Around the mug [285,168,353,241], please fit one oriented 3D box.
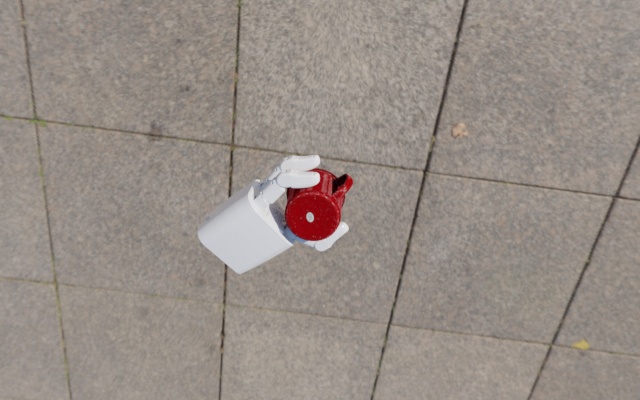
[{"bbox_3d":[0.001,0.002,0.711,0.117,0.093,0.081,-33,18,16],"label":"mug"}]
